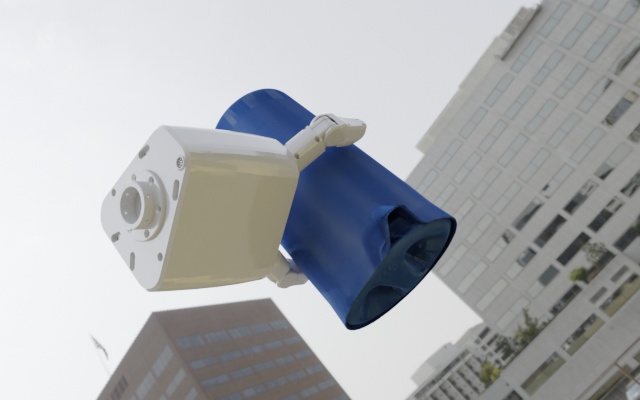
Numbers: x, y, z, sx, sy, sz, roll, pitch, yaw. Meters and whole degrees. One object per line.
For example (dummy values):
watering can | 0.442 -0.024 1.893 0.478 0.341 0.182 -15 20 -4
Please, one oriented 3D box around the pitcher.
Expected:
pitcher | 0.000 0.002 0.475 0.242 0.149 0.145 44 26 28
